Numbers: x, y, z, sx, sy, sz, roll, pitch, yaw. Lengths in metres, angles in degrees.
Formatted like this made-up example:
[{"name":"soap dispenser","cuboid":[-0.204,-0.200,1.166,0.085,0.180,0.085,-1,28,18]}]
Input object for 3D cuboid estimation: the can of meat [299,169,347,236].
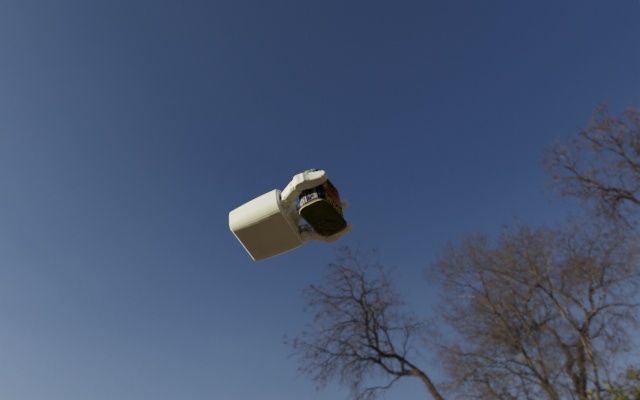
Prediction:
[{"name":"can of meat","cuboid":[0.000,0.003,0.872,0.057,0.083,0.102,-26,-44,16]}]
